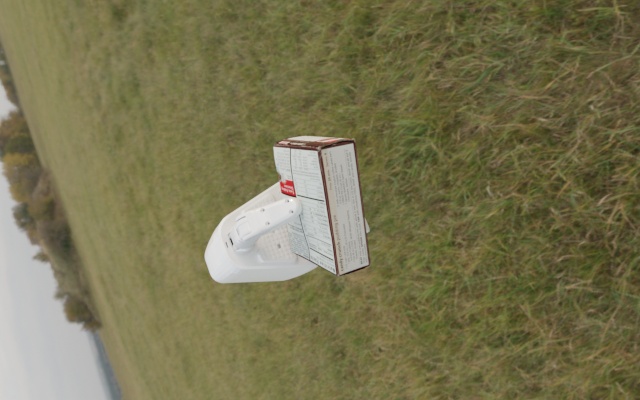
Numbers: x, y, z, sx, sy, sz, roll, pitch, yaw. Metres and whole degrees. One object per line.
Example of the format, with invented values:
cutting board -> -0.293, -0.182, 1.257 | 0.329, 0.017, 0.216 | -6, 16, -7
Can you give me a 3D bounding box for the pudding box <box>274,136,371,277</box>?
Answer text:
pudding box -> 0.000, 0.001, 0.422 | 0.039, 0.113, 0.090 | -18, 17, -27
